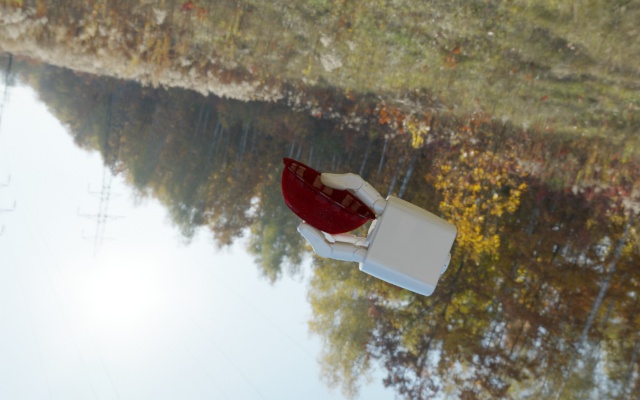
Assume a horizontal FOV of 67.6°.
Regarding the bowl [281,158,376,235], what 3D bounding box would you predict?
[{"bbox_3d":[-0.001,0.002,0.704,0.162,0.055,0.162,32,10,-7],"label":"bowl"}]
